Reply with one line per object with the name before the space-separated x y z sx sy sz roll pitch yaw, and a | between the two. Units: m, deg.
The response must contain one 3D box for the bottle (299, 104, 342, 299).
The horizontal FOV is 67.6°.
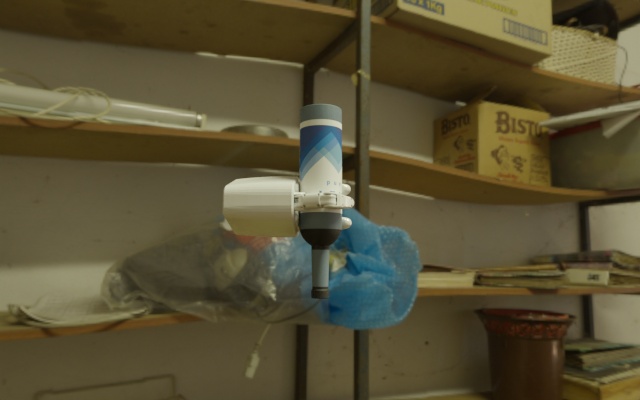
bottle | 0.000 0.002 0.744 0.069 0.295 0.069 0 -7 0
